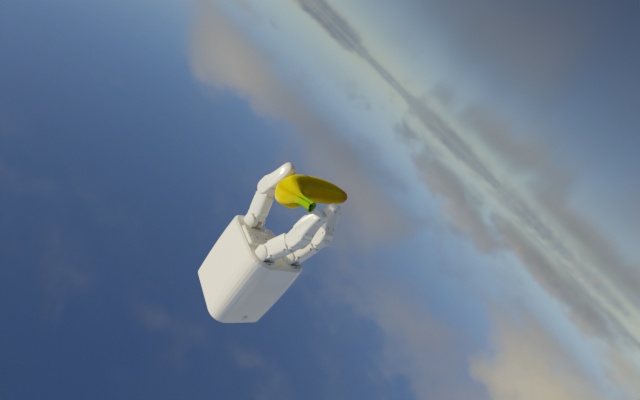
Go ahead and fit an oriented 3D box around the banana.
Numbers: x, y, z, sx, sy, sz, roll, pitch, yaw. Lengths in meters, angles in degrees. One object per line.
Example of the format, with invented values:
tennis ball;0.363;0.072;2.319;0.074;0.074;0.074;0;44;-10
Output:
banana;-0.016;-0.008;0.641;0.069;0.037;0.198;35;13;10
